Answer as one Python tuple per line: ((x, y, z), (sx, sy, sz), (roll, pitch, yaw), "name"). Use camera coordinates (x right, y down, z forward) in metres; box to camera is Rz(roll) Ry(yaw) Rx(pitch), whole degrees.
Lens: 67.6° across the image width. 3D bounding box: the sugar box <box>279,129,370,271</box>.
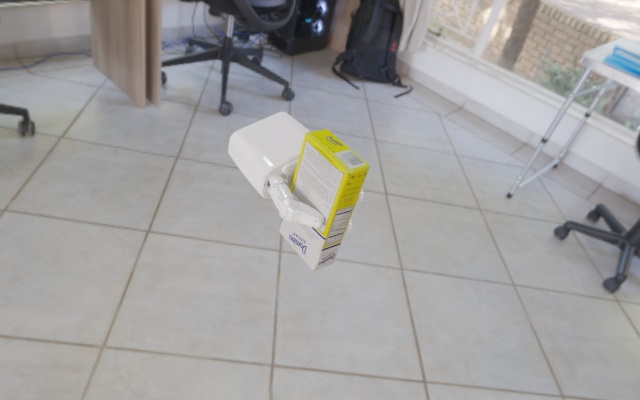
((0.000, 0.002, 0.658), (0.048, 0.176, 0.093), (-17, 49, -35), "sugar box")
